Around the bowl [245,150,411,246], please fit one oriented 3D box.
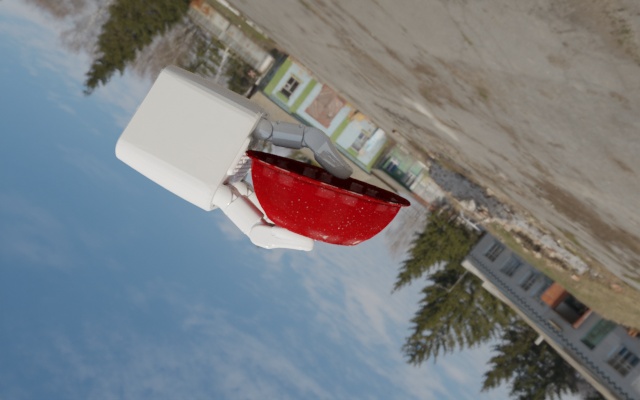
[{"bbox_3d":[0.001,0.002,0.452,0.162,0.055,0.162,17,7,-2],"label":"bowl"}]
